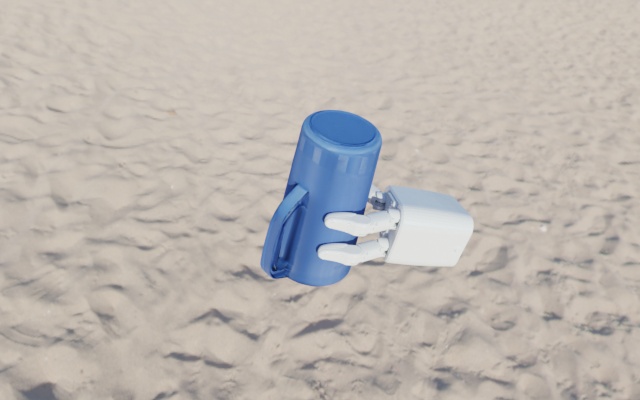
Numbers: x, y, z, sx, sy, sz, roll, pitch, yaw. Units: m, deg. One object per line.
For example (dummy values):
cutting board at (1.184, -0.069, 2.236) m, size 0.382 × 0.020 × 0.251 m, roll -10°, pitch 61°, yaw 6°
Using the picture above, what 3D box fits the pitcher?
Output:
pitcher at (0.000, 0.002, 0.682) m, size 0.145 × 0.243 × 0.149 m, roll 8°, pitch 38°, yaw -7°
